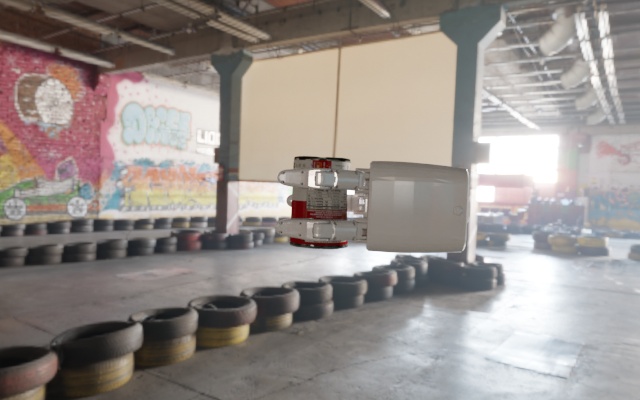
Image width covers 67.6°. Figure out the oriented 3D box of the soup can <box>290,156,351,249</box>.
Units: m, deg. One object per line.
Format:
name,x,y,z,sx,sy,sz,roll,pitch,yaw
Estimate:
soup can,0.000,0.001,0.553,0.068,0.102,0.068,3,2,0
